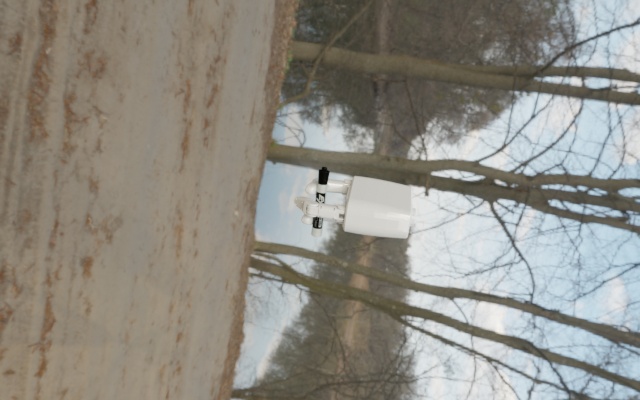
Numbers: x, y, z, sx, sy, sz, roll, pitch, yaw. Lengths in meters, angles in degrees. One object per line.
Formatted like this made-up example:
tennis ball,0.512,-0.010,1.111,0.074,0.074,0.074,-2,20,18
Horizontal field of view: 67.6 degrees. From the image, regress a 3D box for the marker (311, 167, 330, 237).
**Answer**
marker,0.000,0.003,0.803,0.020,0.121,0.020,6,18,-2
